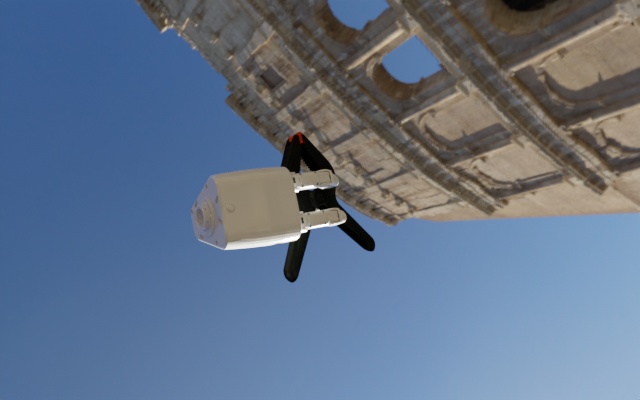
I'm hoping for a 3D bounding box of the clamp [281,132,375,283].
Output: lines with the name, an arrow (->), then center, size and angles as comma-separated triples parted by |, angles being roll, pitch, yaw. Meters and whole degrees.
clamp -> -0.001, 0.002, 0.706 | 0.164, 0.210, 0.036 | -7, -8, -37
